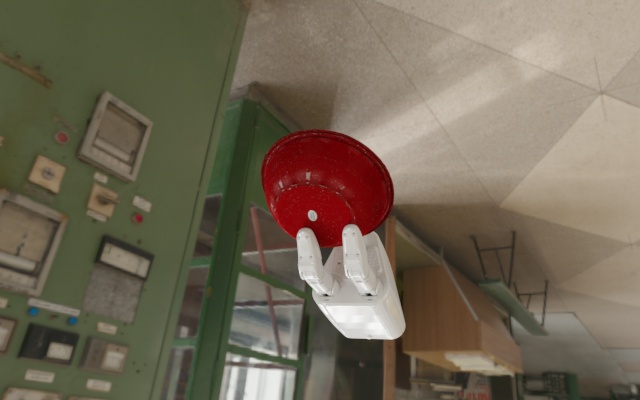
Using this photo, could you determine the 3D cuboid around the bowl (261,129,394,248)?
[{"bbox_3d":[-0.001,0.001,0.543,0.162,0.162,0.055,0,38,19],"label":"bowl"}]
